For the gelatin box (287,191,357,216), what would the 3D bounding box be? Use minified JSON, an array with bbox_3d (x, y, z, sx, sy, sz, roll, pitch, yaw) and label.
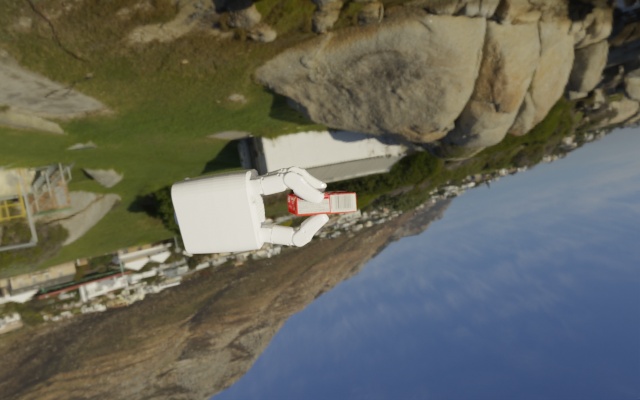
[{"bbox_3d":[0.000,0.003,0.691,0.089,0.030,0.073,-3,4,-11],"label":"gelatin box"}]
